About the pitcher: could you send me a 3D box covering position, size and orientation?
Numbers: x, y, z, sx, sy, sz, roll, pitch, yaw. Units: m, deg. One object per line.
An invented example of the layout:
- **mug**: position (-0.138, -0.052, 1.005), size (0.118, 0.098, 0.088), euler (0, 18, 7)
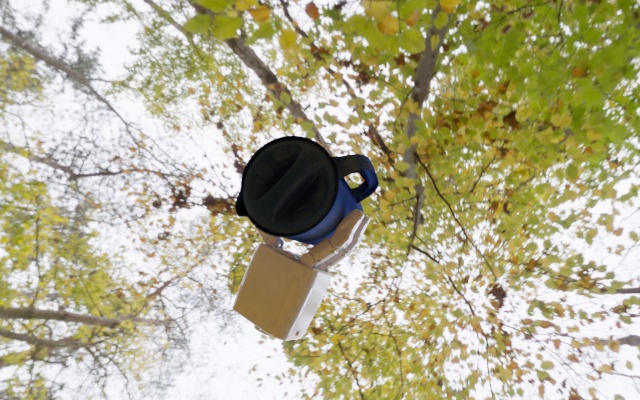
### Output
- **pitcher**: position (0.000, 0.002, 0.707), size (0.149, 0.145, 0.243), euler (23, -5, 20)
